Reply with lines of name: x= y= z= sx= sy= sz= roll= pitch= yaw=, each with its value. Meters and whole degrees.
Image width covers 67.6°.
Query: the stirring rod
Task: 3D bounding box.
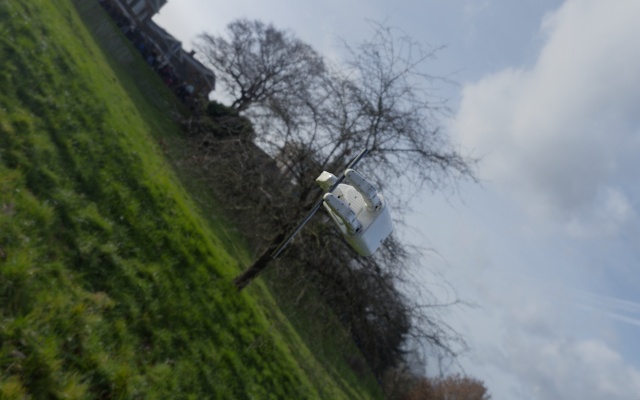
stirring rod: x=0.000 y=0.003 z=0.794 sx=0.011 sy=0.239 sz=0.011 roll=40 pitch=-9 yaw=8
